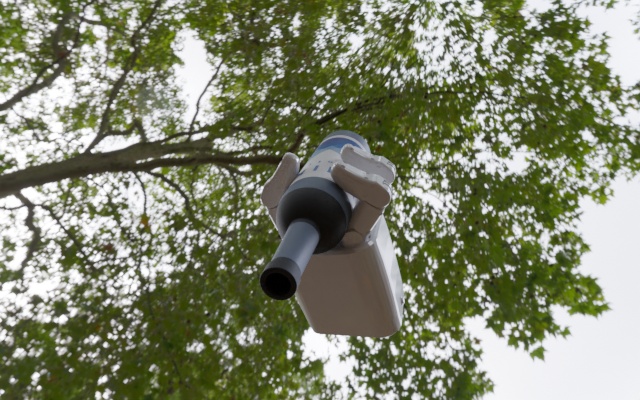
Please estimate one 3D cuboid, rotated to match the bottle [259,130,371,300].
[{"bbox_3d":[0.000,0.001,0.465,0.069,0.069,0.295,0,23,13],"label":"bottle"}]
